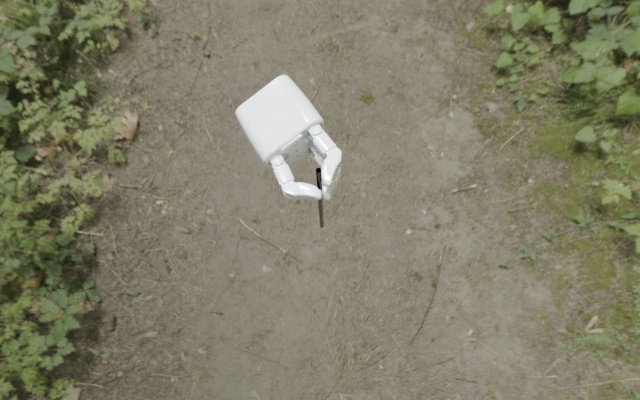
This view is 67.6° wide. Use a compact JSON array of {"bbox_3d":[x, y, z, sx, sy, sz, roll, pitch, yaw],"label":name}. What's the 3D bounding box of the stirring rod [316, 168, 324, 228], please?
[{"bbox_3d":[0.000,0.003,0.776,0.011,0.011,0.240,0,-22,1],"label":"stirring rod"}]
